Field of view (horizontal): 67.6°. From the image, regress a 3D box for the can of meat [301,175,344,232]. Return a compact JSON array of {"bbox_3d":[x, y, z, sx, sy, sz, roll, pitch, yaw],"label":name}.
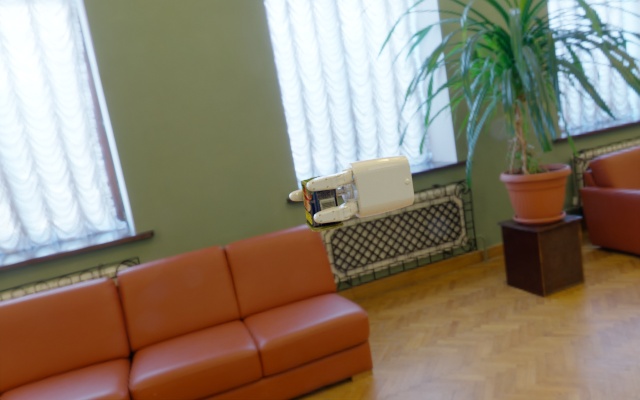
[{"bbox_3d":[0.000,0.002,0.847,0.057,0.084,0.102,-10,9,-9],"label":"can of meat"}]
